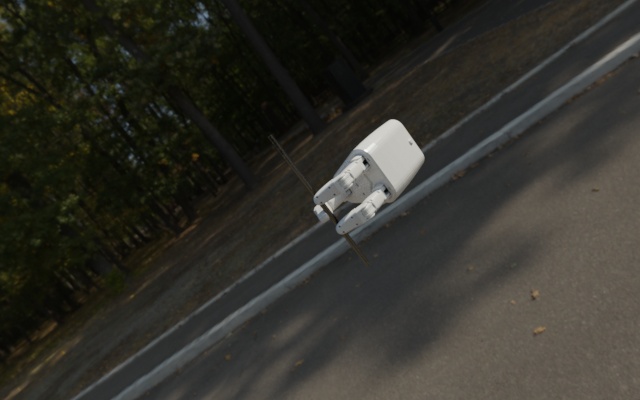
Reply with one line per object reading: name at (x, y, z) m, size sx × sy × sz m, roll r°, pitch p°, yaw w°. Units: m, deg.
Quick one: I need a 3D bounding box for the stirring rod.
stirring rod at (0.000, 0.002, 0.696) m, size 0.011 × 0.239 × 0.011 m, roll -36°, pitch 10°, yaw 7°
